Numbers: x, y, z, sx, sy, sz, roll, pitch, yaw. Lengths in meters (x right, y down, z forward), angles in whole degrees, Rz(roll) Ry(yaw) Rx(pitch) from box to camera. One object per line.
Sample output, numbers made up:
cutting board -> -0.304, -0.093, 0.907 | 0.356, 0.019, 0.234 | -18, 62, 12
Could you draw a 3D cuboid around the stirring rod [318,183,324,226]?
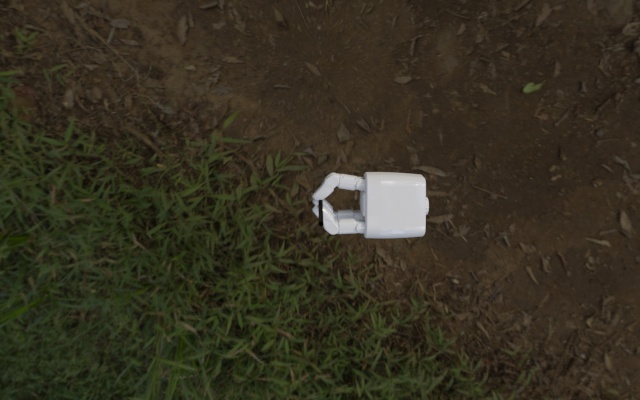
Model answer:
stirring rod -> 0.000, 0.003, 0.847 | 0.011, 0.011, 0.239 | 0, 16, 0
